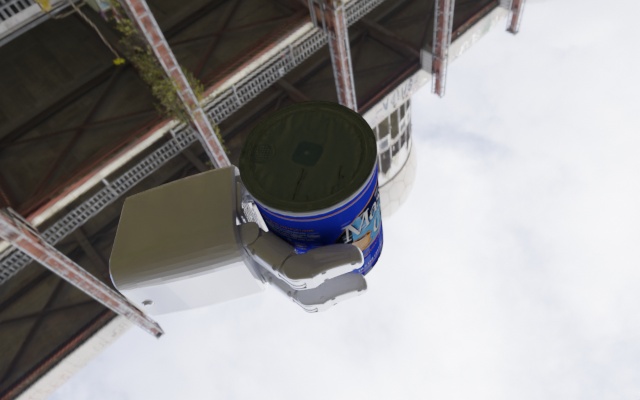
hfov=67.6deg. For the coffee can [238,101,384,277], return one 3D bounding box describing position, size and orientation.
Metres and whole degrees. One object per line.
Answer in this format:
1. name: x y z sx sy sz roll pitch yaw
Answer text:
1. coffee can: 0.000 0.001 0.405 0.103 0.102 0.140 0 -32 10
